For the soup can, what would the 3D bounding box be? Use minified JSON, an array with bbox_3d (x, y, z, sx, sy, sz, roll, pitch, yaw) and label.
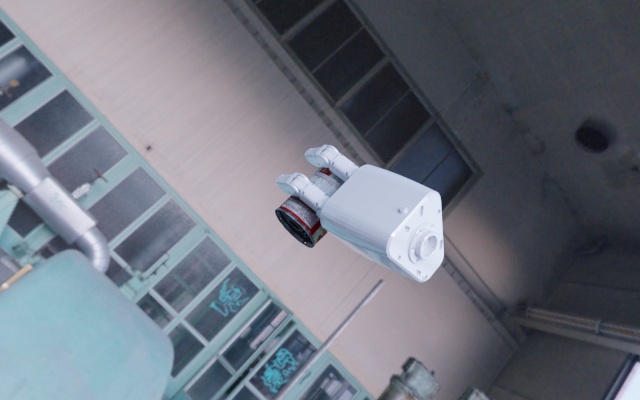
[{"bbox_3d":[0.000,0.002,0.621,0.102,0.068,0.068,-45,18,-18],"label":"soup can"}]
